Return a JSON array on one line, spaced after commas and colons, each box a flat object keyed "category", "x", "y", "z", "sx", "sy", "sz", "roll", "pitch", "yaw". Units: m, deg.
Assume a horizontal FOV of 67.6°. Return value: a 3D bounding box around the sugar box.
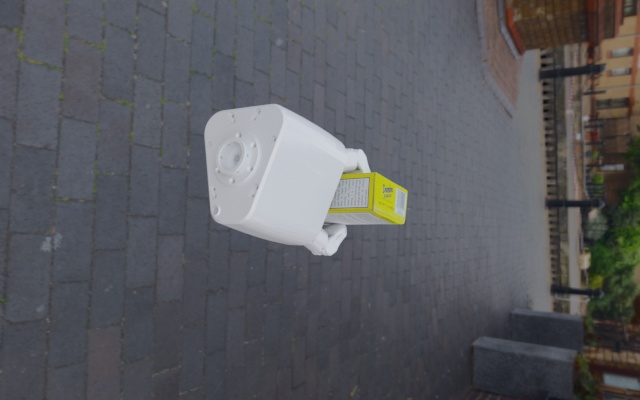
[{"category": "sugar box", "x": 0.000, "y": 0.001, "z": 0.545, "sx": 0.176, "sy": 0.048, "sz": 0.093, "roll": 1, "pitch": -11, "yaw": 30}]
